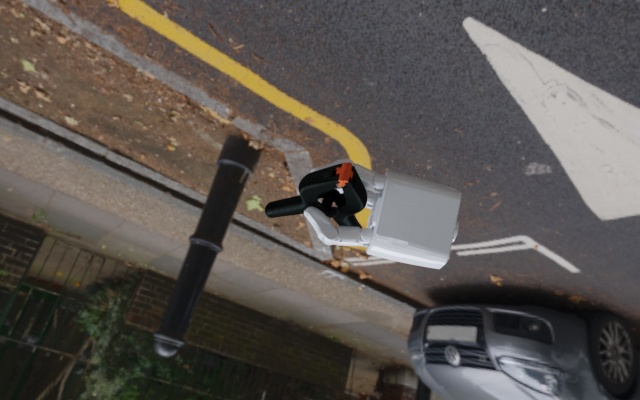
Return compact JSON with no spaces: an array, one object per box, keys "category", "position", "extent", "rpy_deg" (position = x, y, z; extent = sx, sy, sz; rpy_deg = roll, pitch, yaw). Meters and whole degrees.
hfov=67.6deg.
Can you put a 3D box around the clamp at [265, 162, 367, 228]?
[{"category":"clamp","position":[0.000,0.003,0.675],"extent":[0.164,0.036,0.210],"rpy_deg":[13,-25,0]}]
